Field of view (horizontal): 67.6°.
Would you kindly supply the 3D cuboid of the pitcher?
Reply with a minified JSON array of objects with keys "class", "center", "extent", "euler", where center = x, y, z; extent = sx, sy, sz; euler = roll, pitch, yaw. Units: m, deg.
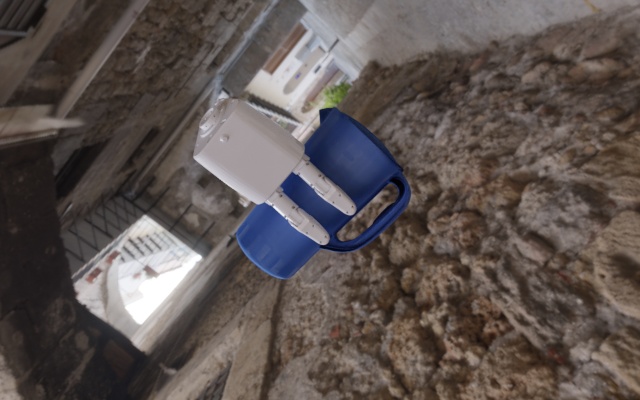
[{"class":"pitcher","center":[0.000,0.002,0.686],"extent":[0.145,0.243,0.149],"euler":[36,12,-30]}]
